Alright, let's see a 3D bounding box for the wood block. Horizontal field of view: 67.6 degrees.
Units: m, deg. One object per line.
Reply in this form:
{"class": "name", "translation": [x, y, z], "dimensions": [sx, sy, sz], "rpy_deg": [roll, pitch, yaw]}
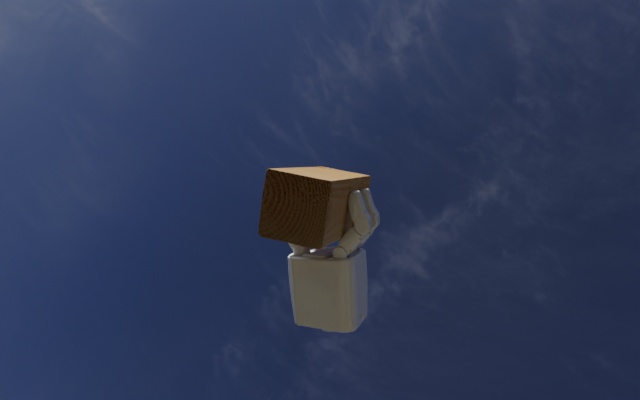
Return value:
{"class": "wood block", "translation": [0.000, 0.003, 0.690], "dimensions": [0.091, 0.090, 0.206], "rpy_deg": [11, 8, 18]}
